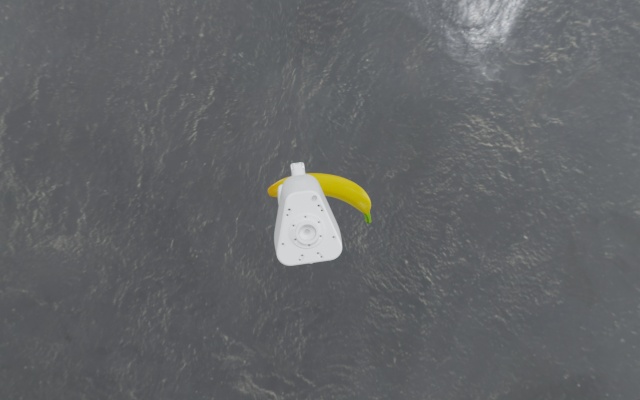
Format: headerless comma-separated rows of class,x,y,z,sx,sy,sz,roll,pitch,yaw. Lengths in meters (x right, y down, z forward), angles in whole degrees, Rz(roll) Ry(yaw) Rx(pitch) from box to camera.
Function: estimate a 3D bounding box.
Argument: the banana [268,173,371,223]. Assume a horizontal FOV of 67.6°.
banana,0.009,-0.014,0.843,0.198,0.069,0.037,17,12,-9
